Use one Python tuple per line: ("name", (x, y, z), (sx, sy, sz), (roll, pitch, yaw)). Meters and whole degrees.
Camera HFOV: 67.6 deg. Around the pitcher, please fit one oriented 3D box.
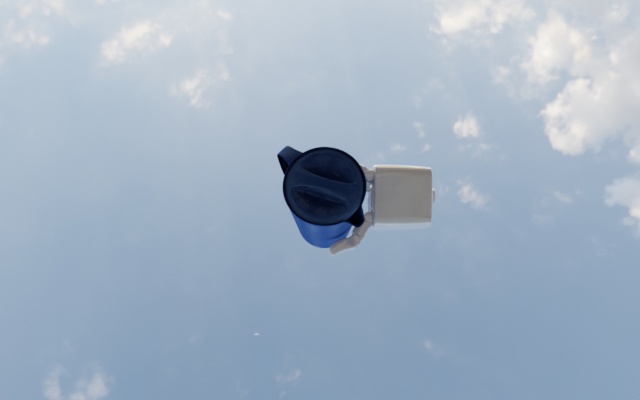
("pitcher", (0.000, 0.003, 0.862), (0.145, 0.149, 0.243), (-1, -17, 0))
